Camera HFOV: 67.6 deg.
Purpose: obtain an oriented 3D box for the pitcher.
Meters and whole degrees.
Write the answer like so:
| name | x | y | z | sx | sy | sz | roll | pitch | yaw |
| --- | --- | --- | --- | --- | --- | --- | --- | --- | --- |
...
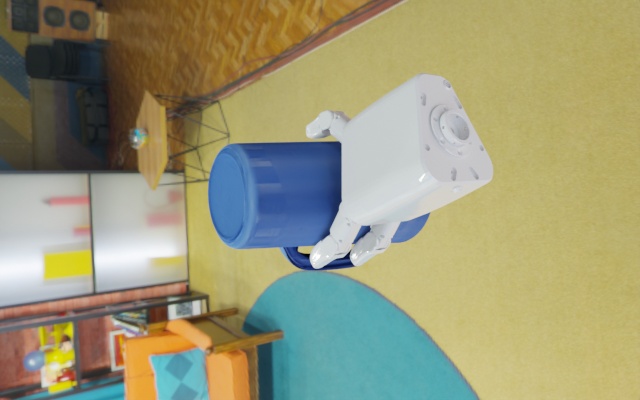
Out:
| name | x | y | z | sx | sy | sz | roll | pitch | yaw |
| --- | --- | --- | --- | --- | --- | --- | --- | --- | --- |
| pitcher | 0.000 | 0.002 | 0.553 | 0.243 | 0.149 | 0.145 | -3 | -15 | -36 |
